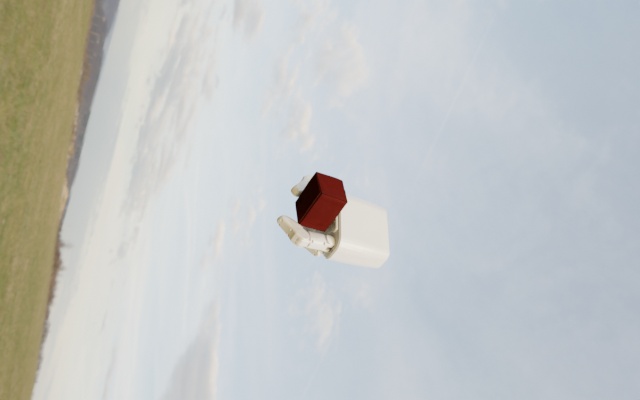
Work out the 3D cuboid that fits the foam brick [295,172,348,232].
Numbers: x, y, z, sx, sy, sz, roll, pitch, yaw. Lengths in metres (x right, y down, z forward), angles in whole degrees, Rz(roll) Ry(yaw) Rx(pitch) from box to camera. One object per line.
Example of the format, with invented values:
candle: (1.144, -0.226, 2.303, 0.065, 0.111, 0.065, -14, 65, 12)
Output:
foam brick: (0.000, 0.002, 0.769, 0.051, 0.053, 0.078, 17, -50, -25)
